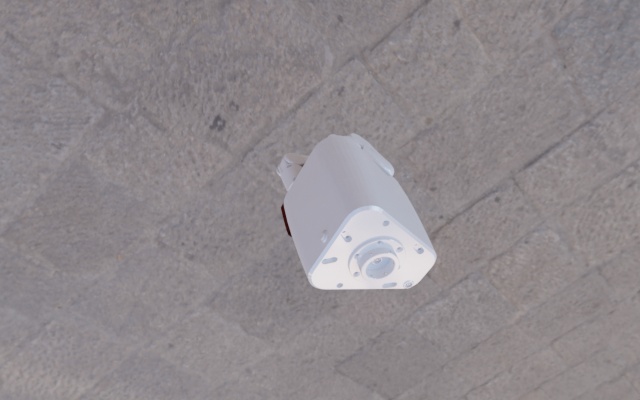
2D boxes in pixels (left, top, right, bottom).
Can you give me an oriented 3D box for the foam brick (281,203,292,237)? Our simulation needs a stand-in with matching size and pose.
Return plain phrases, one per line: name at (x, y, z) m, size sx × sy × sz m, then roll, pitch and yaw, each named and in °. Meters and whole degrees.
foam brick at (0.000, 0.002, 0.512) m, size 0.053 × 0.078 × 0.051 m, roll 18°, pitch 30°, yaw -27°
